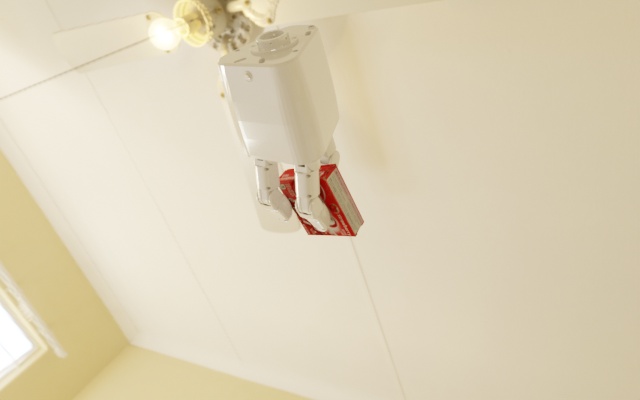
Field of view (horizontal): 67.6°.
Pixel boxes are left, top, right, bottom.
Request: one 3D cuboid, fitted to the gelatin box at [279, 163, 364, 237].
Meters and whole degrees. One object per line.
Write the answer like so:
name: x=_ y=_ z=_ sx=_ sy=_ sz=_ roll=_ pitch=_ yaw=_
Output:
gelatin box: x=0.000 y=0.002 z=0.559 sx=0.073 sy=0.089 sz=0.030 roll=-2 pitch=40 yaw=39
